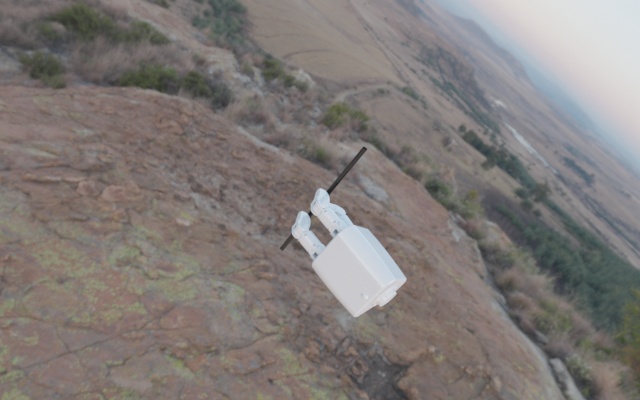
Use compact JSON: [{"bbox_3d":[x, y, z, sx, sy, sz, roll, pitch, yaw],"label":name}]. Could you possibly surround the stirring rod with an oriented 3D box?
[{"bbox_3d":[0.000,0.003,0.787,0.011,0.011,0.240,0,-44,-52],"label":"stirring rod"}]
